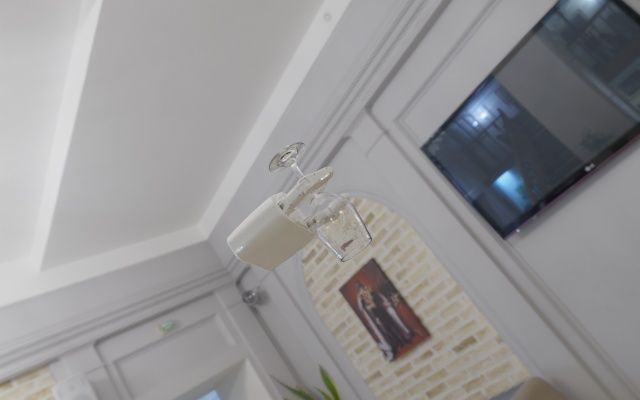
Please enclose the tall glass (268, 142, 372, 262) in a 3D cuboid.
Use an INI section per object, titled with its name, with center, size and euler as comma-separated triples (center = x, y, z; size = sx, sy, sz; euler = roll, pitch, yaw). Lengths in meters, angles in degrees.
[tall glass]
center = 0.000, 0.002, 0.778
size = 0.079, 0.201, 0.079
euler = -33, -18, -12
